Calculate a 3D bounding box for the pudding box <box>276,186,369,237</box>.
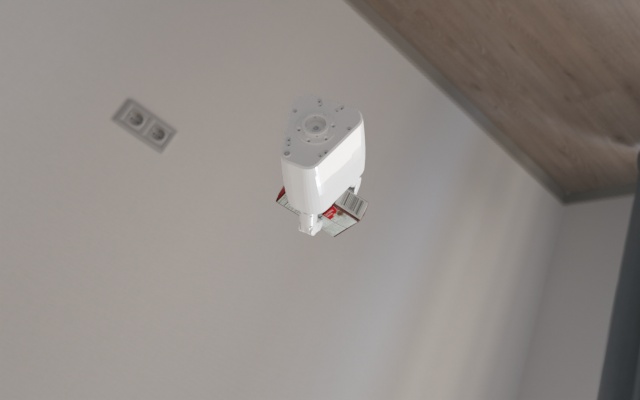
[{"bbox_3d":[0.000,0.002,0.705,0.113,0.039,0.090,34,-28,-10],"label":"pudding box"}]
